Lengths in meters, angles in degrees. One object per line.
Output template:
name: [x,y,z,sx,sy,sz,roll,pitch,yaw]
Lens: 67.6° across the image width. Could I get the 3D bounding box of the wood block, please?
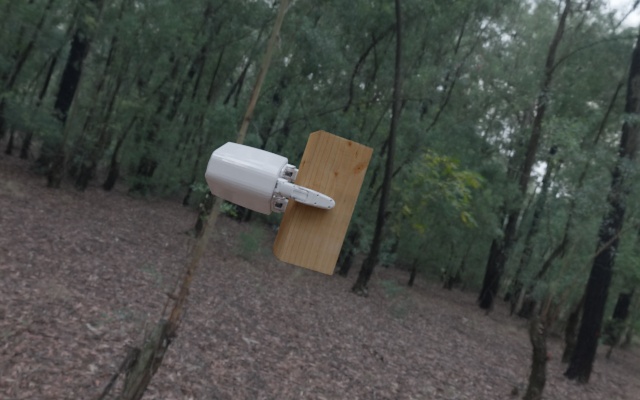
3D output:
wood block: [0.000,0.002,0.764,0.090,0.206,0.091,18,0,-13]
